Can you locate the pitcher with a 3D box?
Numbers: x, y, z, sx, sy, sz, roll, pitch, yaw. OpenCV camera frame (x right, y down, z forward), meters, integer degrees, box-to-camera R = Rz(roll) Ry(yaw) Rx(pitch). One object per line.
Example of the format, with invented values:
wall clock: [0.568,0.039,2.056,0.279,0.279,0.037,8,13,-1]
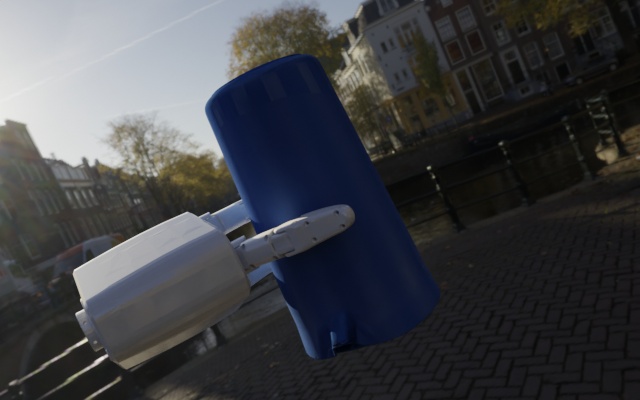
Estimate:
pitcher: [0.000,0.001,0.433,0.145,0.243,0.149,-28,7,-24]
